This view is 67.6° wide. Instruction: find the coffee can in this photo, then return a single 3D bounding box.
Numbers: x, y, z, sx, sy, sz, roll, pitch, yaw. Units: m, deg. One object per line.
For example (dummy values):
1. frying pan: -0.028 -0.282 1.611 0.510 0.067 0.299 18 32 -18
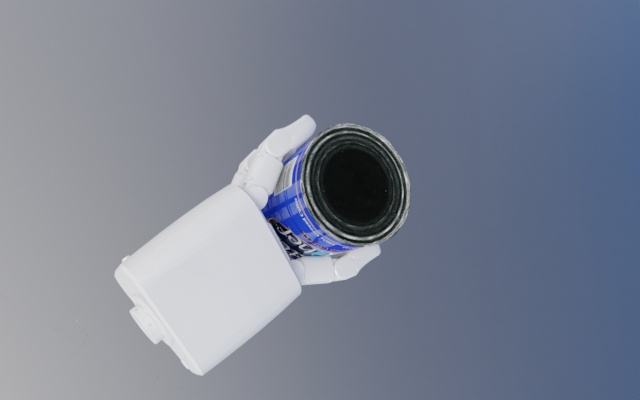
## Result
1. coffee can: 0.000 0.001 0.442 0.103 0.102 0.140 0 -13 -27
